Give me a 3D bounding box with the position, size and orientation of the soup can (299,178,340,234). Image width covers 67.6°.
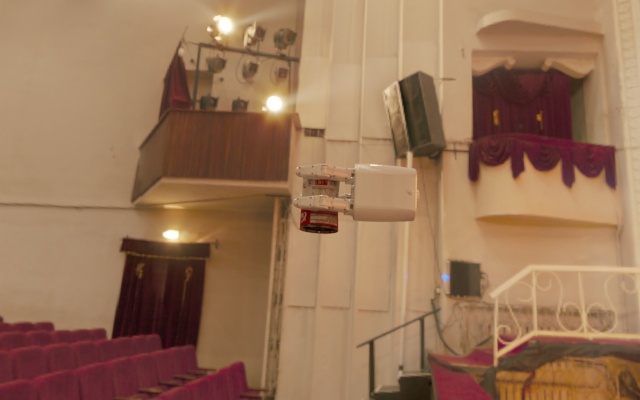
[{"bbox_3d":[0.000,0.002,0.838,0.068,0.102,0.068,3,-13,1],"label":"soup can"}]
